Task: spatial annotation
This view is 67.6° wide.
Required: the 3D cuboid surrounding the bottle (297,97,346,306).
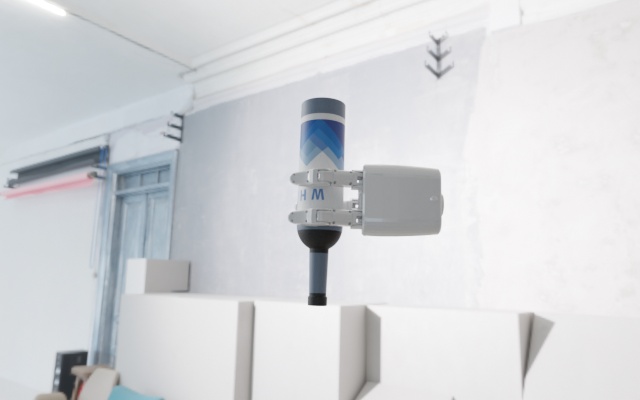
[{"bbox_3d":[0.000,0.002,0.692,0.069,0.295,0.069,2,-10,0],"label":"bottle"}]
